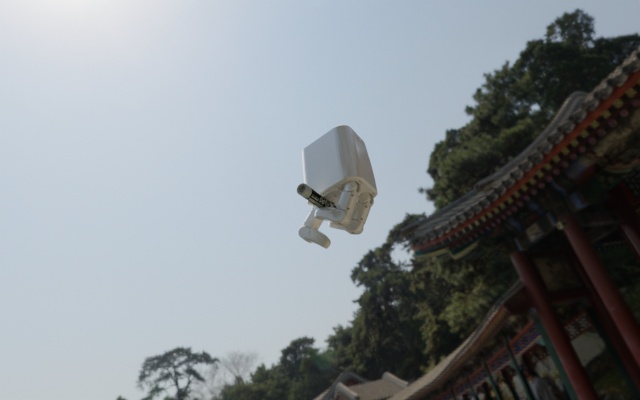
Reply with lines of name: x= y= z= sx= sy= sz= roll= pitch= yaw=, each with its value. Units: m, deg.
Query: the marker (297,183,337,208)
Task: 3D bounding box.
marker: x=0.000 y=0.003 z=0.759 sx=0.020 sy=0.020 sz=0.121 roll=0 pitch=-19 yaw=30
